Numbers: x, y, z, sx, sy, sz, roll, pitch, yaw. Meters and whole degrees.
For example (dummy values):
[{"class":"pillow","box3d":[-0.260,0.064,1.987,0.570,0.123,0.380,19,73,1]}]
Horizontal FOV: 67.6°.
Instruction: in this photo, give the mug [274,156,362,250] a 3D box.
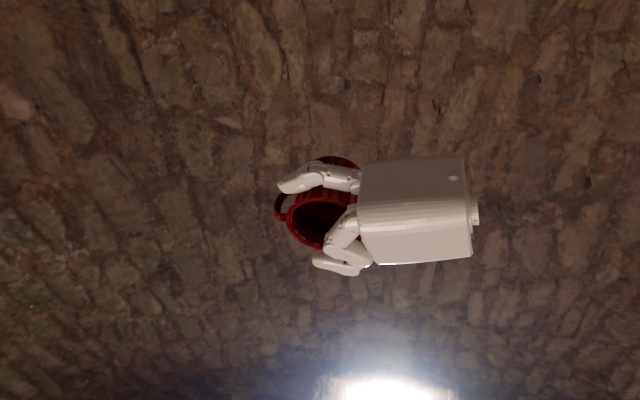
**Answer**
[{"class":"mug","box3d":[-0.001,0.002,0.580,0.117,0.081,0.093,-5,-45,17]}]
